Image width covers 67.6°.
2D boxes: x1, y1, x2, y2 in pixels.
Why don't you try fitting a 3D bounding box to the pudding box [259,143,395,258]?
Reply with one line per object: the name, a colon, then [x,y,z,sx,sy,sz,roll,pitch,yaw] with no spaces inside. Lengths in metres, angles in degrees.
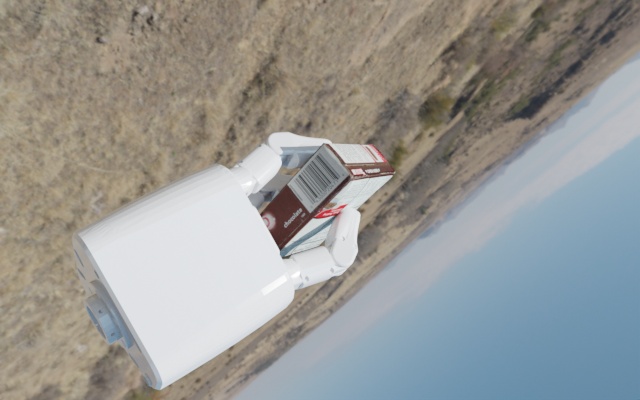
pudding box: [0.000,0.001,0.409,0.113,0.039,0.090,-44,-16,26]
